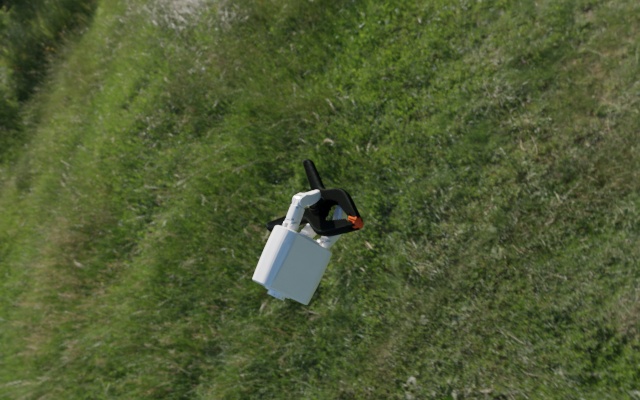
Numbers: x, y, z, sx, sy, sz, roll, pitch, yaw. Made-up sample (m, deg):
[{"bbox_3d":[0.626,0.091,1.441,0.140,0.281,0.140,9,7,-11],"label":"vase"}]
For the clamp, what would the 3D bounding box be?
[{"bbox_3d":[0.000,0.003,0.897,0.210,0.164,0.036,13,-16,42],"label":"clamp"}]
